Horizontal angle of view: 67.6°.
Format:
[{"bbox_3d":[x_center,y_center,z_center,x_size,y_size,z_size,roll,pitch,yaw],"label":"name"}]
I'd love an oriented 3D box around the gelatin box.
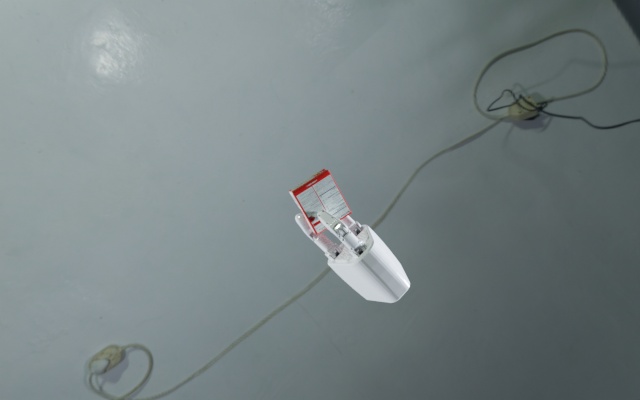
[{"bbox_3d":[0.000,0.002,0.806,0.073,0.089,0.030,-33,18,-10],"label":"gelatin box"}]
